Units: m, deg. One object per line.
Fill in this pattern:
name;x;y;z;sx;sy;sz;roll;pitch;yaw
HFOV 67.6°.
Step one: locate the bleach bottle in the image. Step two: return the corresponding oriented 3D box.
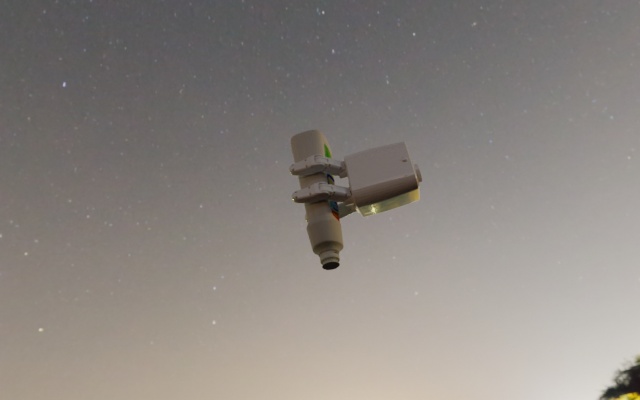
bleach bottle;0.000;0.003;0.814;0.068;0.250;0.103;-15;-33;8
